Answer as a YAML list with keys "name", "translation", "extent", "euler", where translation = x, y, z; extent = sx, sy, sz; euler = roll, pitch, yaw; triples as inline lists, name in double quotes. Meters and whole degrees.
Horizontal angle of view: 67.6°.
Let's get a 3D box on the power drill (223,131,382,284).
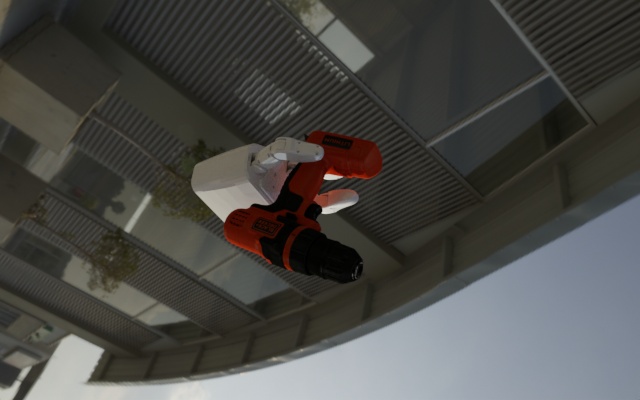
- name: "power drill"
  translation: [0.000, 0.002, 0.571]
  extent: [0.184, 0.187, 0.057]
  euler: [17, -35, 30]
